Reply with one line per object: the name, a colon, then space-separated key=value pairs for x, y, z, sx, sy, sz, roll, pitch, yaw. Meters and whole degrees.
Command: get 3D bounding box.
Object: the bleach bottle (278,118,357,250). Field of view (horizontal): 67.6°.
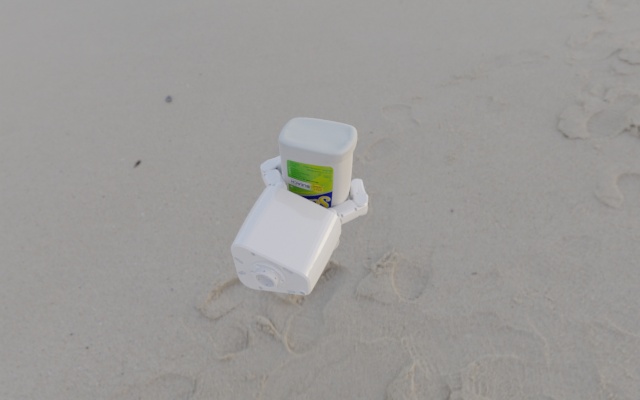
bleach bottle: x=0.000 y=0.002 z=0.695 sx=0.102 sy=0.251 sz=0.068 roll=13 pitch=48 yaw=15
